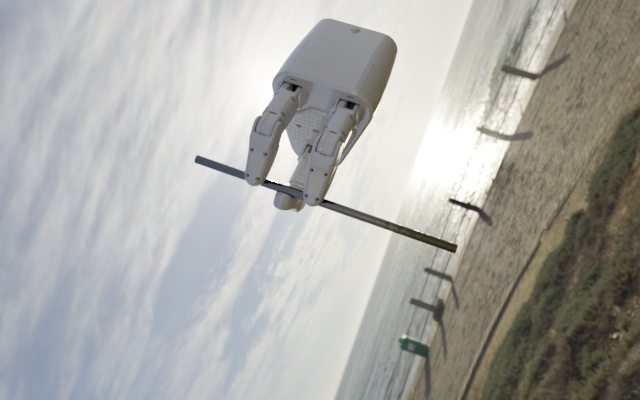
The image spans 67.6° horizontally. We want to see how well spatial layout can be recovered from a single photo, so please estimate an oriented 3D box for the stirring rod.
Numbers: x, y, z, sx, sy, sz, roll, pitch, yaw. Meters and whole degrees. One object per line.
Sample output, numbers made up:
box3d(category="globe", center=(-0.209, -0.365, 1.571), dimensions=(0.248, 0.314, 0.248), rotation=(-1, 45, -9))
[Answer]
box3d(category="stirring rod", center=(0.000, 0.001, 0.414), dimensions=(0.239, 0.011, 0.011), rotation=(19, 3, 9))
